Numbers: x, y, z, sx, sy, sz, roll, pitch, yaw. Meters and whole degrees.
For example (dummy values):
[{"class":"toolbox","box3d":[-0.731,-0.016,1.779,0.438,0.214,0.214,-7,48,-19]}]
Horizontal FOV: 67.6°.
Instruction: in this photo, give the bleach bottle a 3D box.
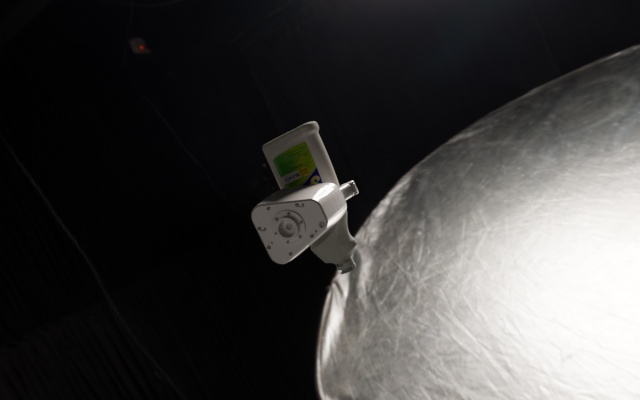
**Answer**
[{"class":"bleach bottle","box3d":[0.000,0.003,0.798,0.102,0.251,0.068,-24,5,19]}]
